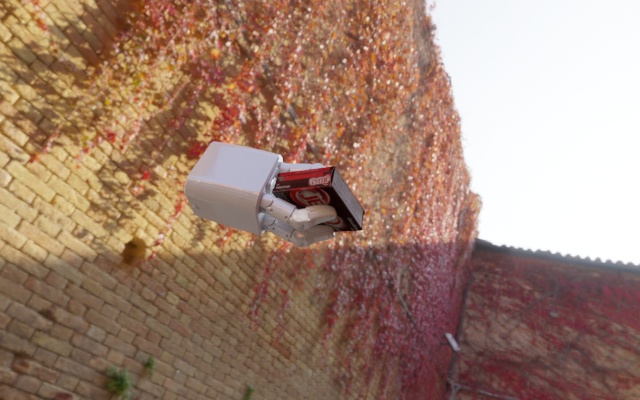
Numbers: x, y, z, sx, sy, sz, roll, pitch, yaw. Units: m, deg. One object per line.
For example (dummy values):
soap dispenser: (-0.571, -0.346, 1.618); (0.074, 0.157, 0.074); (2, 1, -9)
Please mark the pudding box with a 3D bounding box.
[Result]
pudding box: (0.000, 0.002, 0.662); (0.090, 0.039, 0.113); (-4, -34, 28)
